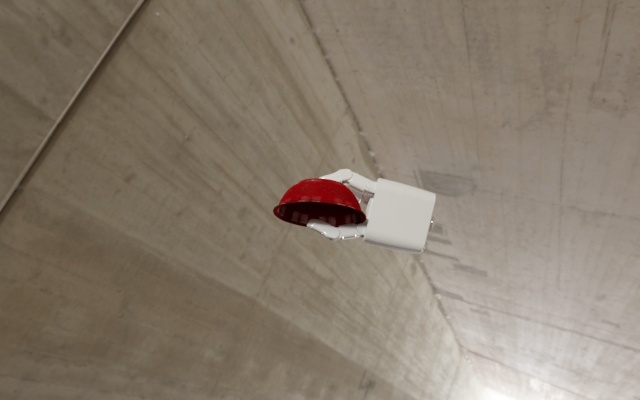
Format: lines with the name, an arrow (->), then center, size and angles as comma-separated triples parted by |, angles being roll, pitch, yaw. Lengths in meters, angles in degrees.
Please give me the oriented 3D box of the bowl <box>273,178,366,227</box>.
bowl -> -0.001, 0.002, 0.830 | 0.162, 0.055, 0.162 | 4, -18, 1
